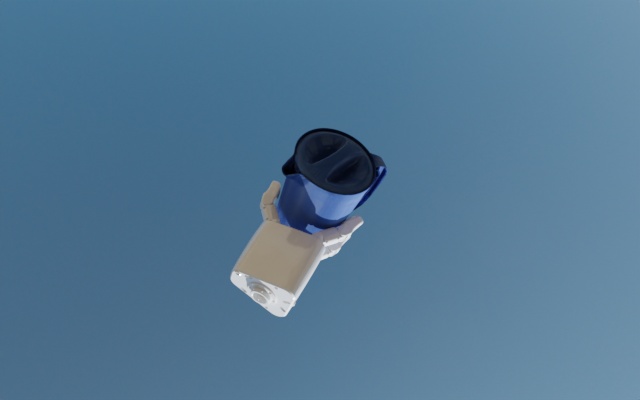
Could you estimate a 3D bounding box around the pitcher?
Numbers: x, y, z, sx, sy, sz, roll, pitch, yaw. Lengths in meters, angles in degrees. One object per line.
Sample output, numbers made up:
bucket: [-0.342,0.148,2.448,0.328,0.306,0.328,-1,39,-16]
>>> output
pitcher: [0.000,0.003,0.821,0.149,0.145,0.243,29,-40,1]
